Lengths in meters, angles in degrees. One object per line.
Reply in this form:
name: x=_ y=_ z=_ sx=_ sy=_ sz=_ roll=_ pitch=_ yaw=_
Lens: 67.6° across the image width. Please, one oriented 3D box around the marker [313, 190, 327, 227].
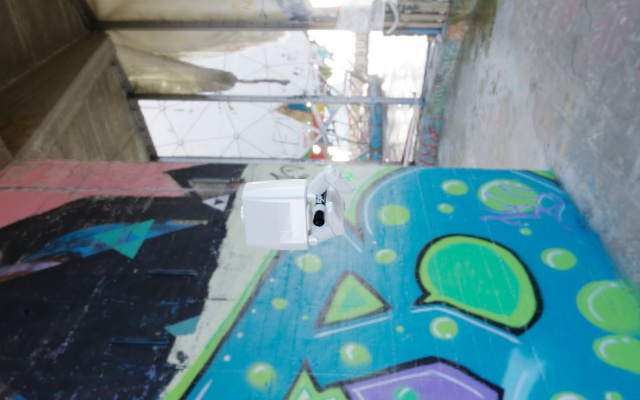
marker: x=0.000 y=0.003 z=0.772 sx=0.020 sy=0.020 sz=0.121 roll=0 pitch=34 yaw=4
